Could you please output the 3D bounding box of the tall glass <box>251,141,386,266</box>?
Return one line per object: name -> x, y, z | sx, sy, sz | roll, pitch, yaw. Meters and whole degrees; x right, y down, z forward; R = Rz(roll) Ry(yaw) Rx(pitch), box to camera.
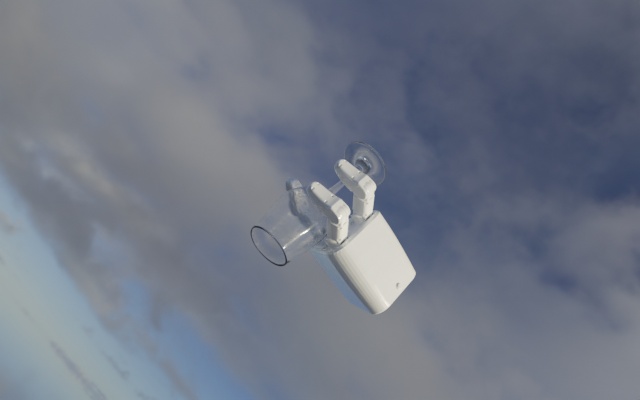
tall glass -> 0.000, 0.002, 0.636 | 0.201, 0.079, 0.079 | -40, 24, -32
